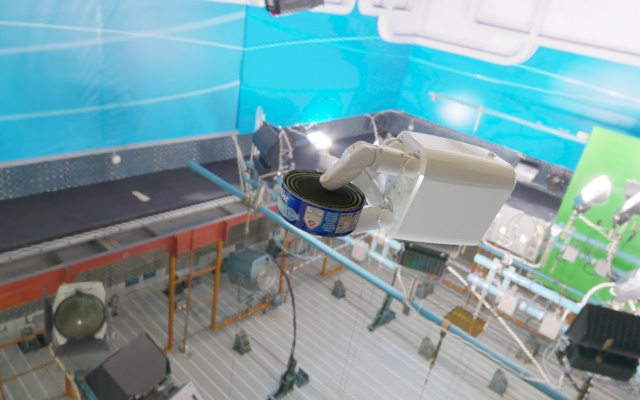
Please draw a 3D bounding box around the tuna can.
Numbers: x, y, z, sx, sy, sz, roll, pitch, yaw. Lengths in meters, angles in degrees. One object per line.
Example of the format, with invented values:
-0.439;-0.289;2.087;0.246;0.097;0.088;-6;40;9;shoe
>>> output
0.000;0.002;0.479;0.086;0.034;0.086;14;24;-6;tuna can
